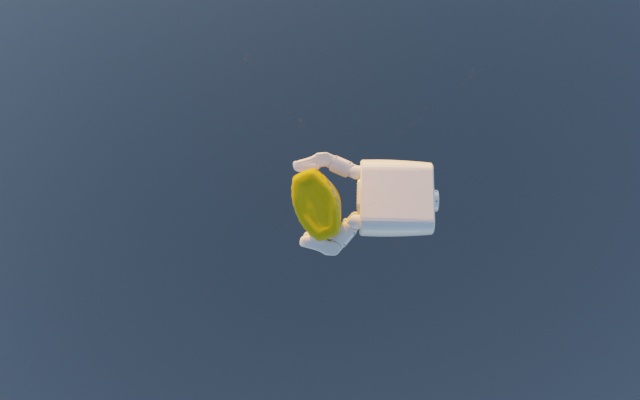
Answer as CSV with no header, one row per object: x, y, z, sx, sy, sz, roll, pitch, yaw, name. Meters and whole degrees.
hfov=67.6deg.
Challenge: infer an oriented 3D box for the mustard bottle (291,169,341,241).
0.000,0.002,0.723,0.058,0.096,0.191,-23,1,5,mustard bottle
